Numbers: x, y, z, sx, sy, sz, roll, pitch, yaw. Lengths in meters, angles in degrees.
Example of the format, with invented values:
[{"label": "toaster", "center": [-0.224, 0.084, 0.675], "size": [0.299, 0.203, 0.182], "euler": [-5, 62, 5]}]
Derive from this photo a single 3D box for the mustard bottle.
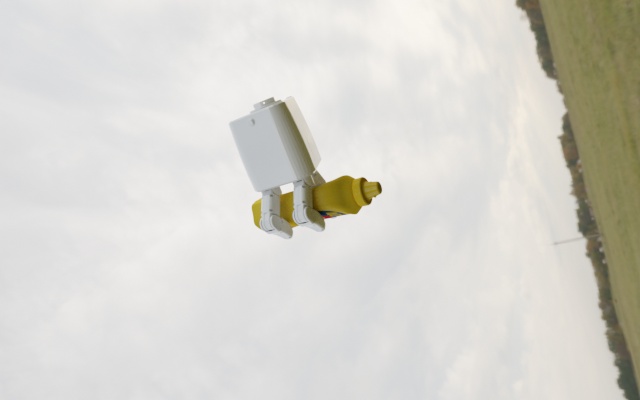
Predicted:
[{"label": "mustard bottle", "center": [0.000, 0.003, 0.701], "size": [0.191, 0.058, 0.096], "euler": [-15, -11, 29]}]
